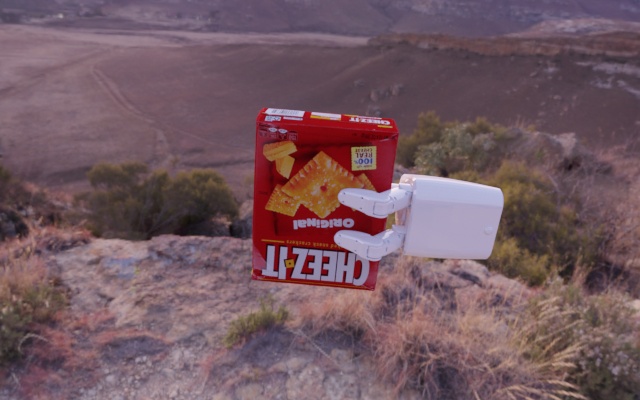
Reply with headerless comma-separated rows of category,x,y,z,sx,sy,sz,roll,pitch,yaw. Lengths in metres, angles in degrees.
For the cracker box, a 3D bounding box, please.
cracker box,0.000,0.002,0.594,0.164,0.214,0.072,5,23,0
